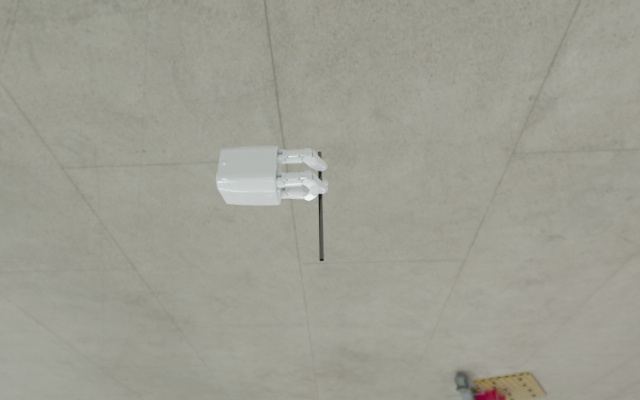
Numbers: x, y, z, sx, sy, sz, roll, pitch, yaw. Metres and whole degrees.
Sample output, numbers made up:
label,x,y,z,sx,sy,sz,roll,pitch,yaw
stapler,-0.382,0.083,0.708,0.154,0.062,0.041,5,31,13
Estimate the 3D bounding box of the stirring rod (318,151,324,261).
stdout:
label,x,y,z,sx,sy,sz,roll,pitch,yaw
stirring rod,0.000,0.003,0.873,0.011,0.239,0.011,-1,-36,-1
